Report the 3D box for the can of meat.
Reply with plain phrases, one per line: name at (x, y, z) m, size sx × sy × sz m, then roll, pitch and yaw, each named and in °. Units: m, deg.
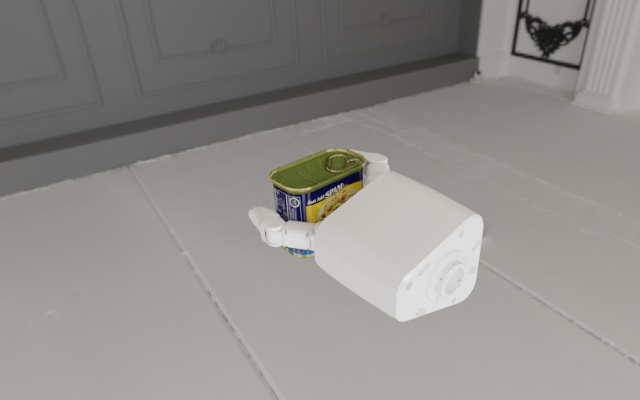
can of meat at (0.000, 0.002, 0.505) m, size 0.102 × 0.084 × 0.057 m, roll -25°, pitch 36°, yaw -34°
